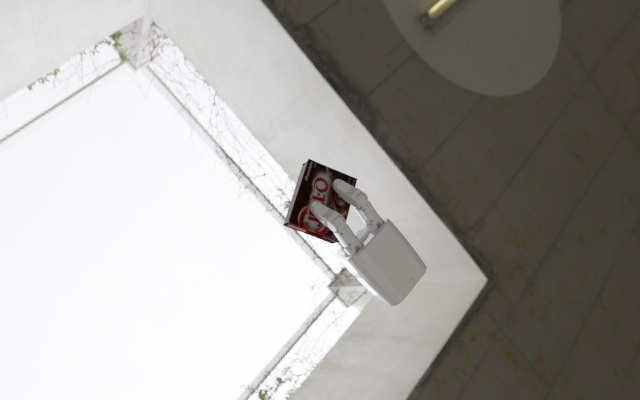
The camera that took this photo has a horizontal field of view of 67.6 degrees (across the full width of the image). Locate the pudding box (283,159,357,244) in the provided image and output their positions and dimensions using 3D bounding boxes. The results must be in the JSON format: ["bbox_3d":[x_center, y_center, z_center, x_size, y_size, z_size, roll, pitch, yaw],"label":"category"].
[{"bbox_3d":[0.000,0.003,0.762,0.090,0.113,0.039,22,-20,-17],"label":"pudding box"}]
